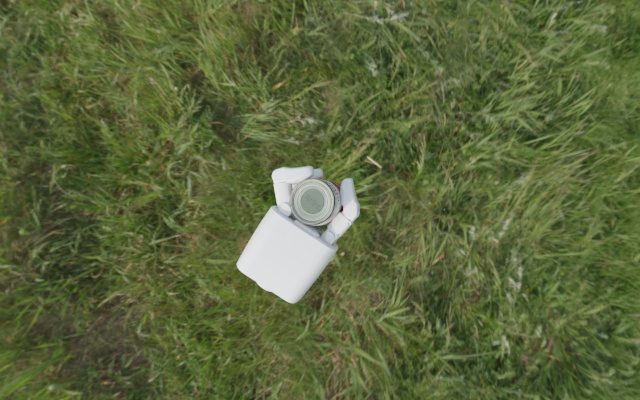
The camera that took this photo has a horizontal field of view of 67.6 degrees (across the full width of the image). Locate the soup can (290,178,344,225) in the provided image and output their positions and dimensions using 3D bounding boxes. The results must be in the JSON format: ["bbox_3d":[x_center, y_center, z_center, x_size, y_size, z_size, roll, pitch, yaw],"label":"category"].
[{"bbox_3d":[0.000,0.002,0.713,0.068,0.068,0.102,0,-1,15],"label":"soup can"}]
